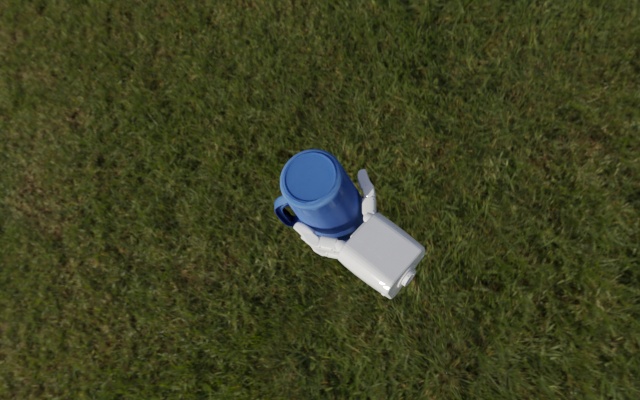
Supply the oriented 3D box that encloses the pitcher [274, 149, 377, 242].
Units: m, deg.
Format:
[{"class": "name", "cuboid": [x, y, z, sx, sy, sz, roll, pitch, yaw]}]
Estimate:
[{"class": "pitcher", "cuboid": [0.000, 0.003, 0.883, 0.145, 0.149, 0.243, 40, -6, 23]}]
